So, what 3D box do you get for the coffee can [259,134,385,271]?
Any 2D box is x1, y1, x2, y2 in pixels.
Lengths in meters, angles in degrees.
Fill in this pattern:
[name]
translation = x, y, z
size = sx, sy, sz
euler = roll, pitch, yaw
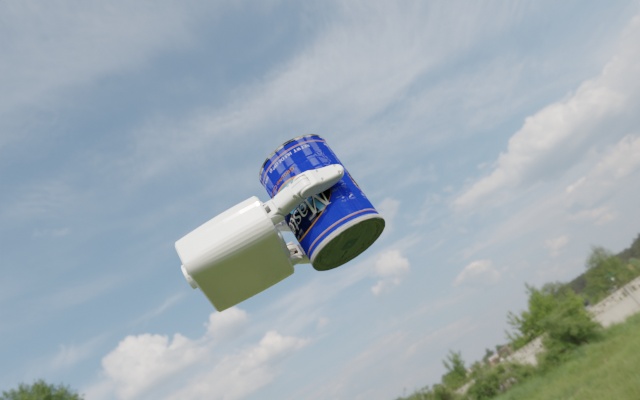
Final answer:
[coffee can]
translation = 0.000, 0.002, 0.599
size = 0.103, 0.140, 0.103
euler = -27, -27, -15
